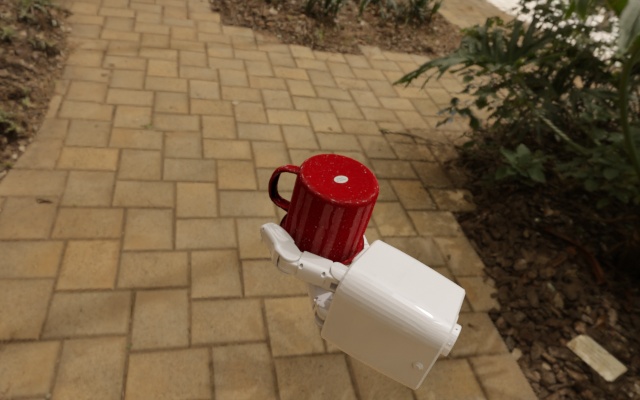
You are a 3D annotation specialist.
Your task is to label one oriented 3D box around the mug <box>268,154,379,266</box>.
[{"bbox_3d":[-0.001,0.001,0.485,0.117,0.082,0.093,27,40,14],"label":"mug"}]
